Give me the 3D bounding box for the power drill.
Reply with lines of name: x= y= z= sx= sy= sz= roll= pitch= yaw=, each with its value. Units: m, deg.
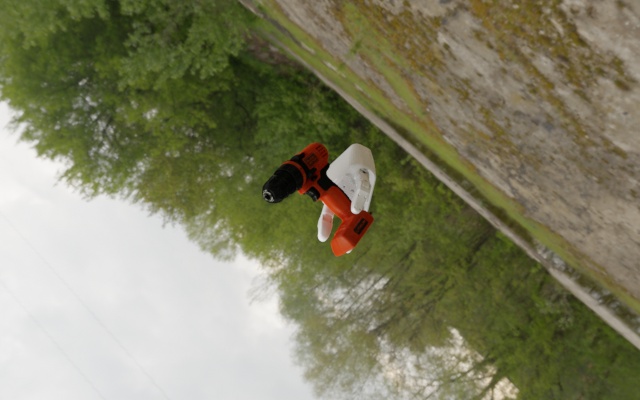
power drill: x=0.001 y=0.003 z=0.836 sx=0.057 sy=0.187 sz=0.184 roll=-31 pitch=10 yaw=42
